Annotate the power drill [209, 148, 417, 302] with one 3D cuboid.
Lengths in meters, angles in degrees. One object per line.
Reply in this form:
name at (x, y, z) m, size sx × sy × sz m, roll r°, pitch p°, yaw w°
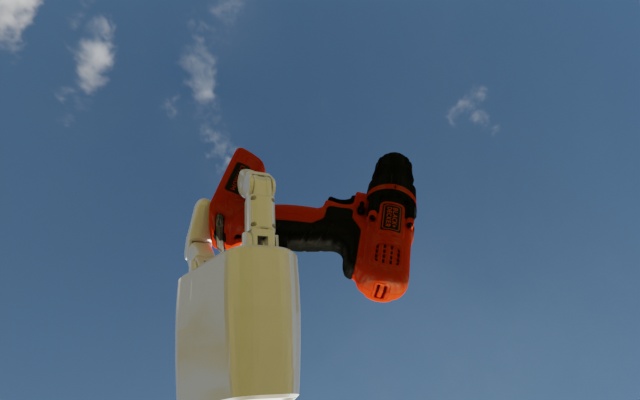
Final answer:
power drill at (0.000, 0.002, 0.463) m, size 0.187 × 0.057 × 0.184 m, roll 10°, pitch 42°, yaw 4°
